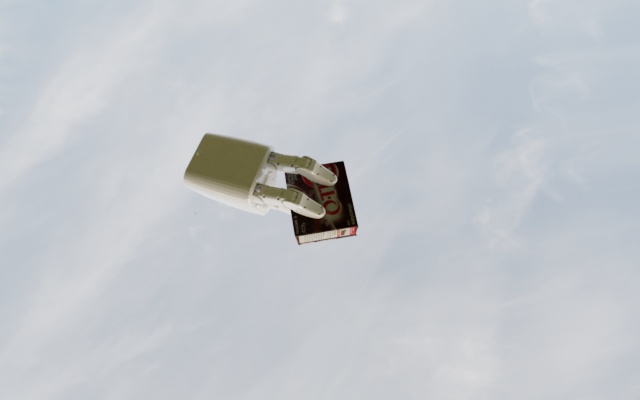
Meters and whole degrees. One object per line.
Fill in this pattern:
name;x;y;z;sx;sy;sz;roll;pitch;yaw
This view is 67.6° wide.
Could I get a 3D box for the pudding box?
pudding box;0.000;0.002;0.690;0.090;0.113;0.039;-10;-26;-3
